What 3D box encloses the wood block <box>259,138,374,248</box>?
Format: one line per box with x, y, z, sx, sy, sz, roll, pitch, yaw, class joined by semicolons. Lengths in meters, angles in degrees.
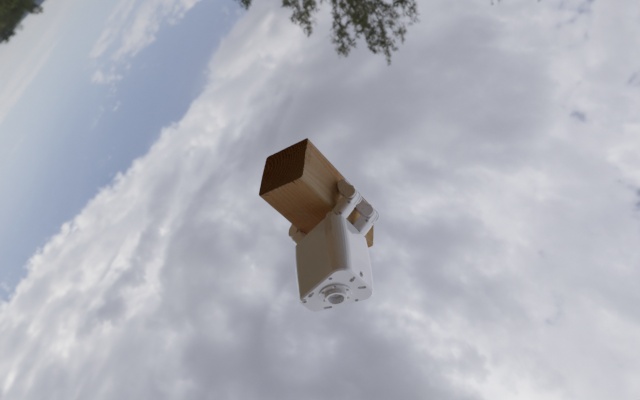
0.000;0.003;0.818;0.091;0.090;0.206;-21;-47;29;wood block
